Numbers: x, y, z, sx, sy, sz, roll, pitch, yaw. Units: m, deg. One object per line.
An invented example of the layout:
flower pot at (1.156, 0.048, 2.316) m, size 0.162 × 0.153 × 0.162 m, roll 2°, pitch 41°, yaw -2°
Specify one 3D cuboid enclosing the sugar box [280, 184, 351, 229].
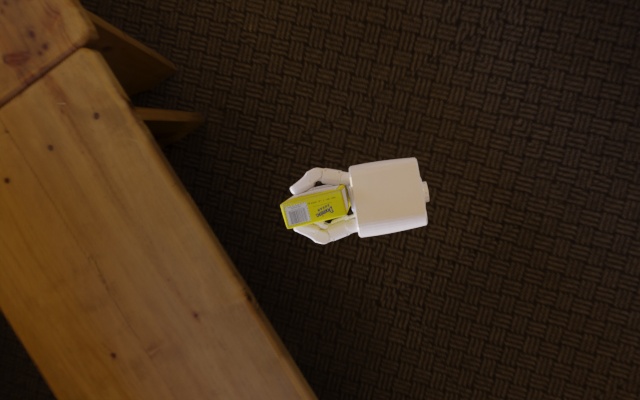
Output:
sugar box at (0.000, 0.003, 0.770) m, size 0.093 × 0.048 × 0.176 m, roll -13°, pitch 3°, yaw 9°
